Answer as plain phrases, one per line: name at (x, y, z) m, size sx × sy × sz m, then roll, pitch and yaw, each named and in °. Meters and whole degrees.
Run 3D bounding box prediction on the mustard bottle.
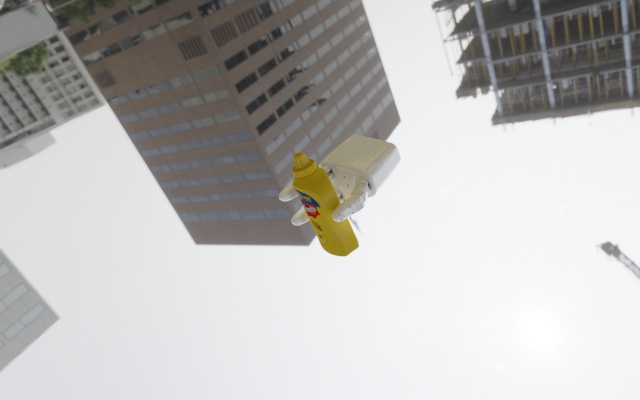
mustard bottle at (0.000, 0.003, 0.816) m, size 0.058 × 0.192 × 0.096 m, roll -33°, pitch 28°, yaw -16°
